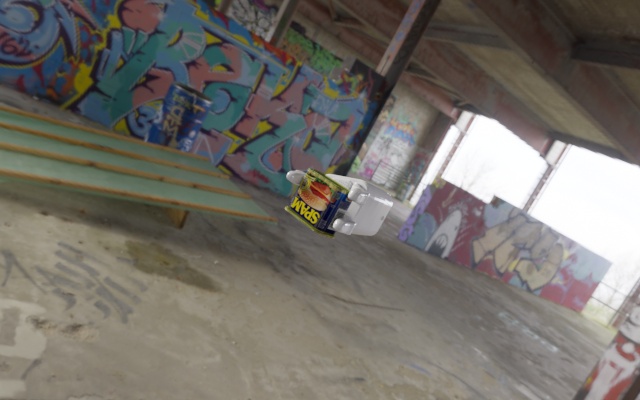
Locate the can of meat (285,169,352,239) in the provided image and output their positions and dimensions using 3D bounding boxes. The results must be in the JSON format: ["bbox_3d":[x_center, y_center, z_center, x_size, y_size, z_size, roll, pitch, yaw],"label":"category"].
[{"bbox_3d":[0.000,0.002,0.811,0.102,0.084,0.057,35,10,40],"label":"can of meat"}]
